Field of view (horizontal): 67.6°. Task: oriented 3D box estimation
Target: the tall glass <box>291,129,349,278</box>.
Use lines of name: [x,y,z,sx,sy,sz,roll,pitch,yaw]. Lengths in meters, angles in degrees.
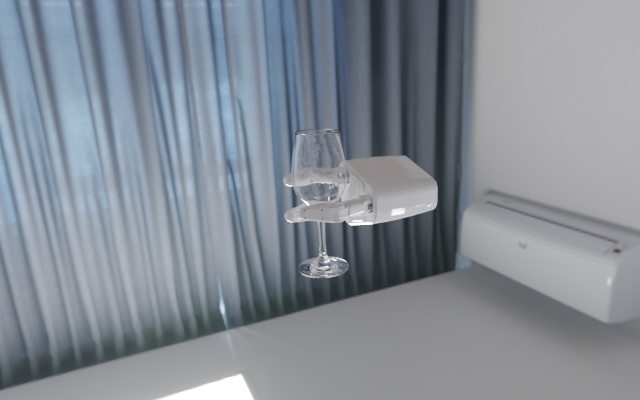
tall glass: [0.000,0.003,0.675,0.079,0.201,0.079,-3,15,1]
